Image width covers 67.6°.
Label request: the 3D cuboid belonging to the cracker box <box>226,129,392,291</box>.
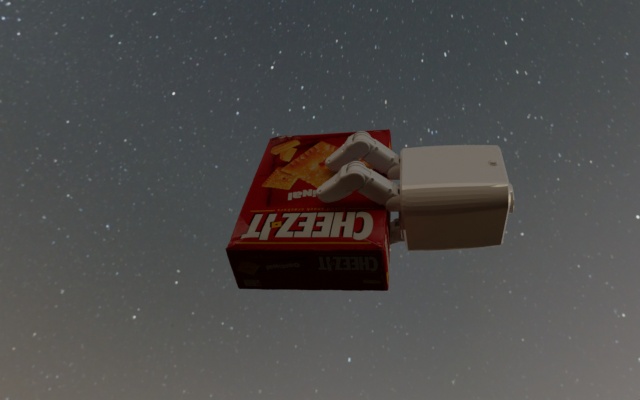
[{"bbox_3d":[0.000,0.002,0.561,0.164,0.072,0.213,-2,39,12],"label":"cracker box"}]
